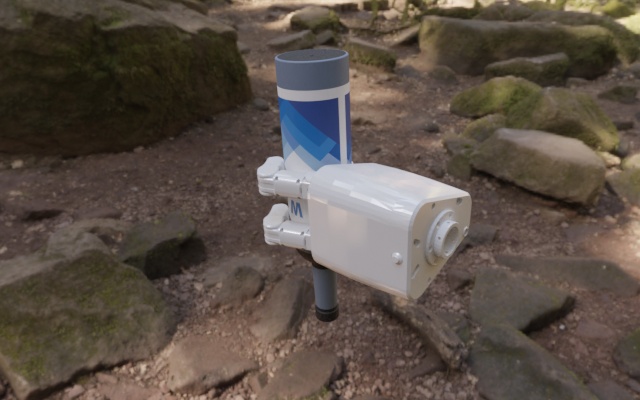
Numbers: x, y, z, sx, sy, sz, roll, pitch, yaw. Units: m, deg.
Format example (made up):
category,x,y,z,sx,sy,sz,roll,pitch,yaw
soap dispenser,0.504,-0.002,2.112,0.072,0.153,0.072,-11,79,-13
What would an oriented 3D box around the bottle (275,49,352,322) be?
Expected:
category,x,y,z,sx,sy,sz,roll,pitch,yaw
bottle,0.000,0.001,0.492,0.069,0.296,0.069,-3,26,1
